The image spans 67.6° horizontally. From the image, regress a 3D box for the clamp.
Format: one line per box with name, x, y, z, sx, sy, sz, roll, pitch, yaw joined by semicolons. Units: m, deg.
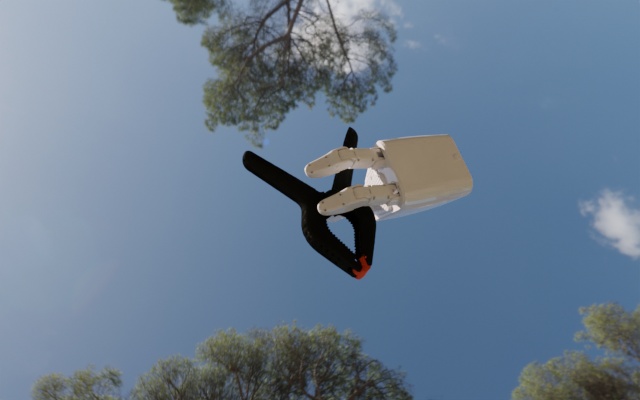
clamp;0.000;0.003;0.600;0.164;0.210;0.036;-10;-27;-17
